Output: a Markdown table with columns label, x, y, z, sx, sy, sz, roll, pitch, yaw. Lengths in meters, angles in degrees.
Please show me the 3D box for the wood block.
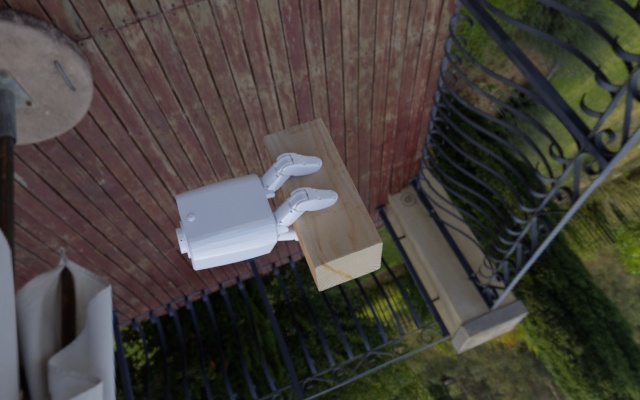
| label | x | y | z | sx | sy | sz | roll | pitch | yaw |
| --- | --- | --- | --- | --- | --- | --- | --- | --- | --- |
| wood block | 0.000 | 0.003 | 0.647 | 0.090 | 0.206 | 0.091 | -20 | -28 | -7 |
